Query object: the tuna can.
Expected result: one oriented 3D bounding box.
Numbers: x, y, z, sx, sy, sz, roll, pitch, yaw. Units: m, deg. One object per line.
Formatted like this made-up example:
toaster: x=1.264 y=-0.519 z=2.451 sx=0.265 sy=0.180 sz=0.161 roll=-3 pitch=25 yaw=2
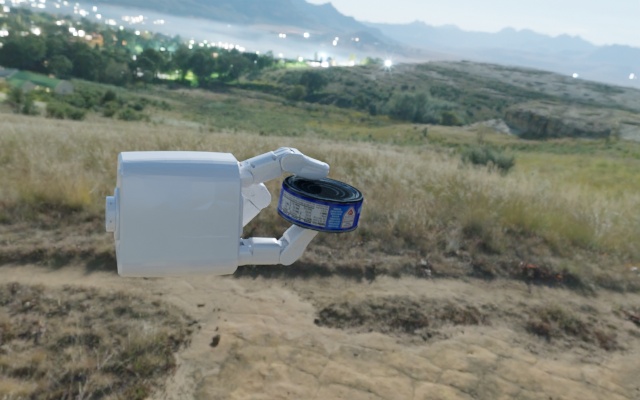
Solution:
tuna can: x=0.000 y=0.001 z=0.489 sx=0.086 sy=0.034 sz=0.086 roll=11 pitch=17 yaw=-3
